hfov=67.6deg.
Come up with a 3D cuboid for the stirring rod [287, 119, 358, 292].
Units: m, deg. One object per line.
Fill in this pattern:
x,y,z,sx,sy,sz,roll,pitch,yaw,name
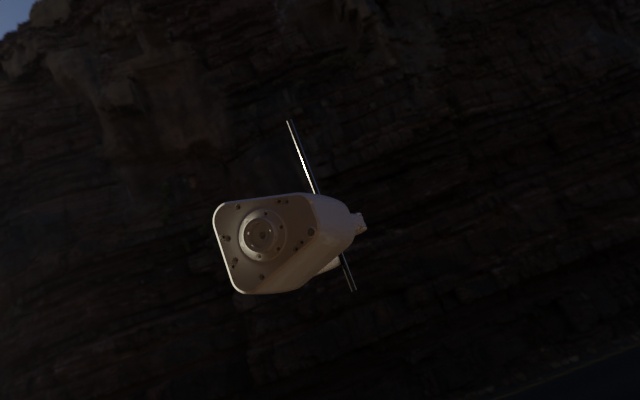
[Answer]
0.000,0.002,0.617,0.011,0.239,0.011,-20,-13,-5,stirring rod
